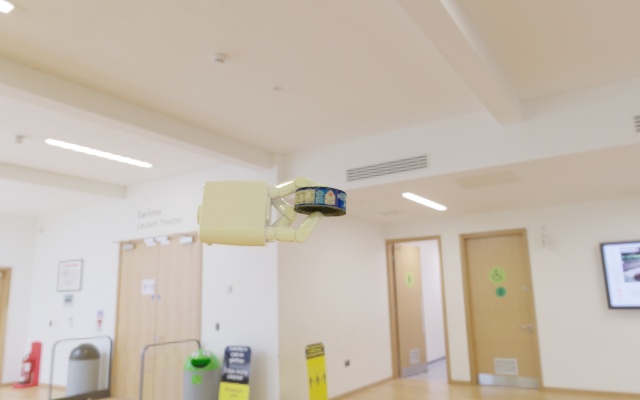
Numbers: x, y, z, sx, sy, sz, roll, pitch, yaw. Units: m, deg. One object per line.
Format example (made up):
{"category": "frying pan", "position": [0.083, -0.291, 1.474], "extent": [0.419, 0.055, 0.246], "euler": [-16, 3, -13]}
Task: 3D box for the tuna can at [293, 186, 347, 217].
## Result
{"category": "tuna can", "position": [0.000, 0.002, 0.774], "extent": [0.086, 0.033, 0.086], "euler": [4, -12, 1]}
